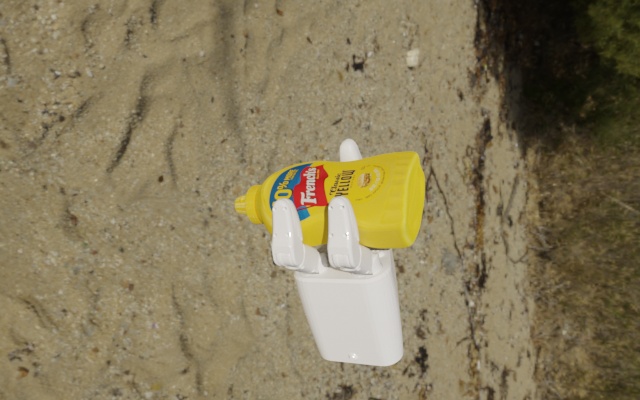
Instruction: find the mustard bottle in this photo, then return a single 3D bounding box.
[{"bbox_3d":[0.000,0.001,0.467,0.191,0.096,0.058,-3,-42,25],"label":"mustard bottle"}]
